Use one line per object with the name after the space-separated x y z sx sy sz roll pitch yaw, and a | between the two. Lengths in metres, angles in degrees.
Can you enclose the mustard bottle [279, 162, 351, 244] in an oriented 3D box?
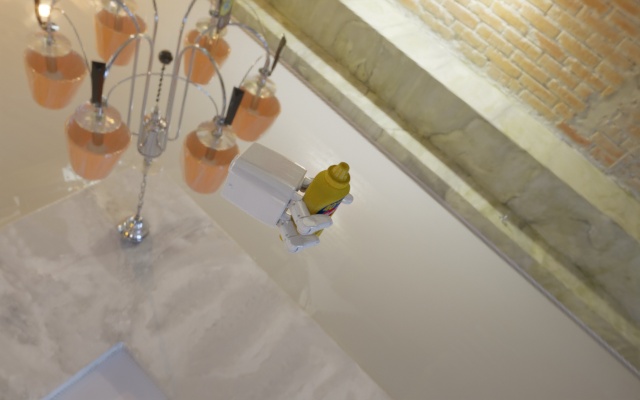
0.000 0.003 0.801 0.096 0.058 0.192 -29 -20 -41 | mustard bottle
